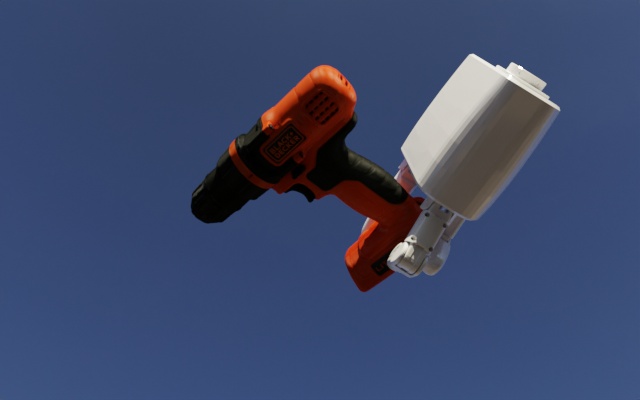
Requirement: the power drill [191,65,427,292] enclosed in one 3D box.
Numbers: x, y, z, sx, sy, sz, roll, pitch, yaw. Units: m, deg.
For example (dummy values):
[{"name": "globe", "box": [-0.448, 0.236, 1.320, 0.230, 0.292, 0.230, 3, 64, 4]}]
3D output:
[{"name": "power drill", "box": [0.001, 0.002, 0.433, 0.184, 0.188, 0.057, -39, 23, 23]}]
